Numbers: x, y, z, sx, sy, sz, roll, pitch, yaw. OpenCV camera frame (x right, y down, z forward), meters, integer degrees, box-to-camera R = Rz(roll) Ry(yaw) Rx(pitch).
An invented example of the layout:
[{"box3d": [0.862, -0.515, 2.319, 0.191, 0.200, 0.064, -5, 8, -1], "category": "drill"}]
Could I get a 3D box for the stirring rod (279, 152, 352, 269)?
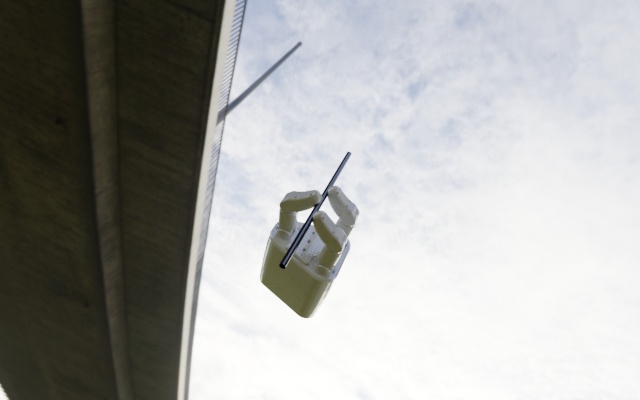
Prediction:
[{"box3d": [0.000, 0.002, 0.614, 0.011, 0.011, 0.239, 0, 36, 26], "category": "stirring rod"}]
